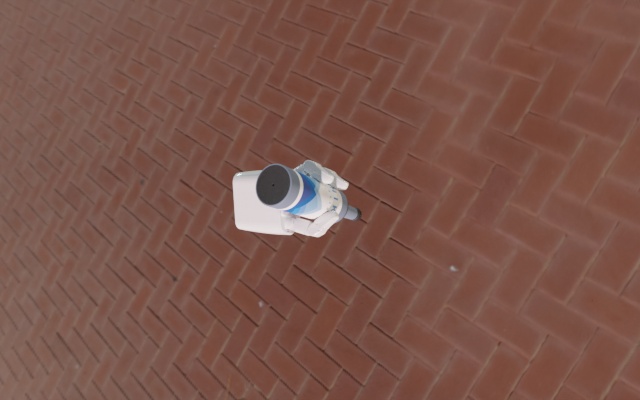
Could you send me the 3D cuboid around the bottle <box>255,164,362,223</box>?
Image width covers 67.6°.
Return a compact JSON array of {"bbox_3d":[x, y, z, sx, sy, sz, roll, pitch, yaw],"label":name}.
[{"bbox_3d":[0.000,0.003,0.843,0.069,0.069,0.296,0,-10,30],"label":"bottle"}]
